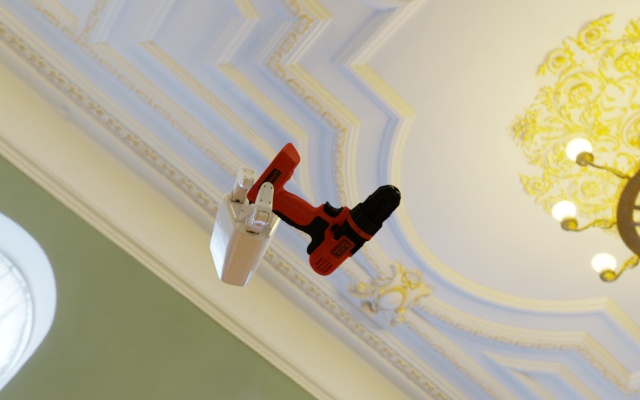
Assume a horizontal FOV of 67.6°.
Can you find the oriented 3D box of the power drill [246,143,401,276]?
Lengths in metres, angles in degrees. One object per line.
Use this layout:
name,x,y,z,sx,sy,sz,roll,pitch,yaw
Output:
power drill,0.000,0.002,0.708,0.187,0.184,0.057,41,21,-5
